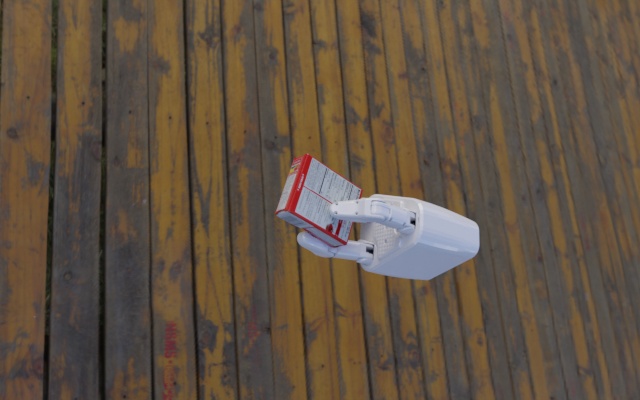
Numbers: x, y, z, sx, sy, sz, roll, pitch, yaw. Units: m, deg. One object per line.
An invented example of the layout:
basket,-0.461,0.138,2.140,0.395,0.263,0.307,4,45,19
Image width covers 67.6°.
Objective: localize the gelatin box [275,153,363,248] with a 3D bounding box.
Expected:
gelatin box,0.000,0.002,0.534,0.089,0.073,0.030,32,-28,-29
